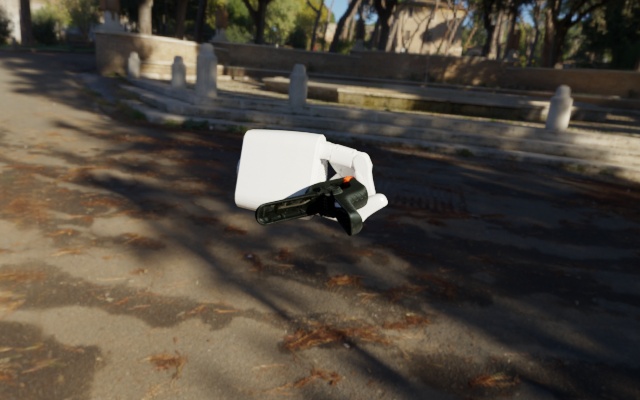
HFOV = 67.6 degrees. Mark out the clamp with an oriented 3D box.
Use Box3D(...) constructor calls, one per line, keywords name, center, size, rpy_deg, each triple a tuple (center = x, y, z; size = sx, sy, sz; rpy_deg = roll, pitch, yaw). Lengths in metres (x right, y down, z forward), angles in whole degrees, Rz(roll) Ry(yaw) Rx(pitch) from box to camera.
Box3D(name="clamp", center=(0.000, 0.001, 0.569), size=(0.120, 0.039, 0.171), rpy_deg=(8, 15, 11))
